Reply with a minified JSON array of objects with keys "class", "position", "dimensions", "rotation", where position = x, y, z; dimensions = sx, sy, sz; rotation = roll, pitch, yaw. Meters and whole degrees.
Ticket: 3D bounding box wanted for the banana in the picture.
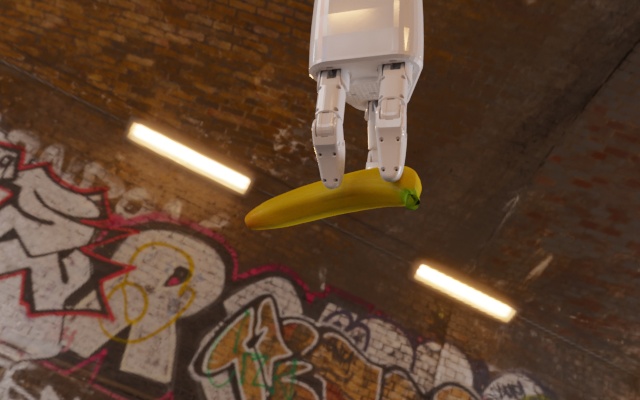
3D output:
[{"class":"banana","position":[0.014,-0.003,0.432],"dimensions":[0.198,0.037,0.069],"rotation":[-12,4,42]}]
